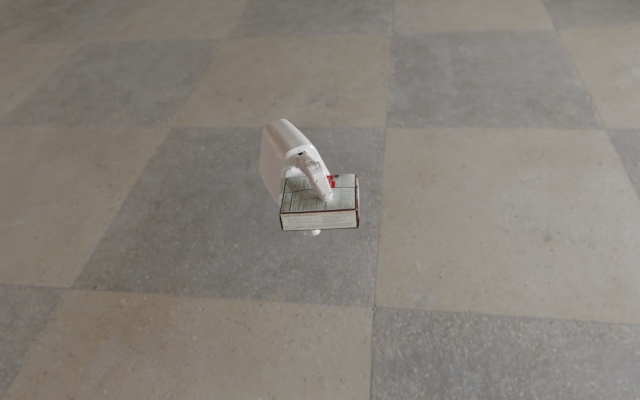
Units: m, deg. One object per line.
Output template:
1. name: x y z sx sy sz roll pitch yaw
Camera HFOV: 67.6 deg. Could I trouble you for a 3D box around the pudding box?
1. pudding box: 0.000 0.002 0.699 0.113 0.039 0.090 -4 38 7
